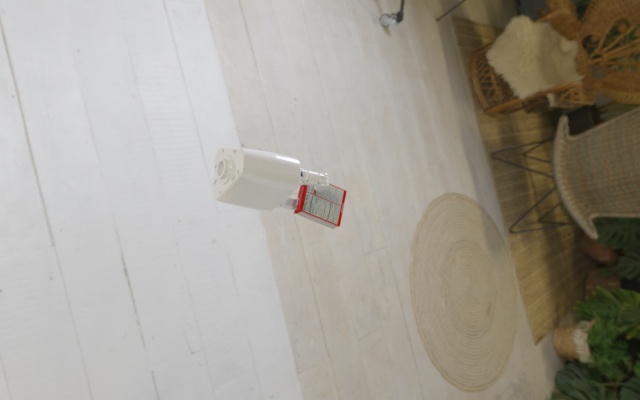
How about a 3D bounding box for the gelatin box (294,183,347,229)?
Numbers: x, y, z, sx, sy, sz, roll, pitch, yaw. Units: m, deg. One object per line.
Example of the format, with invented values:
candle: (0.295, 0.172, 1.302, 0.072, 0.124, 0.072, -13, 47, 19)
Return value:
gelatin box: (0.001, 0.003, 0.877, 0.089, 0.073, 0.030, 22, -23, -26)
